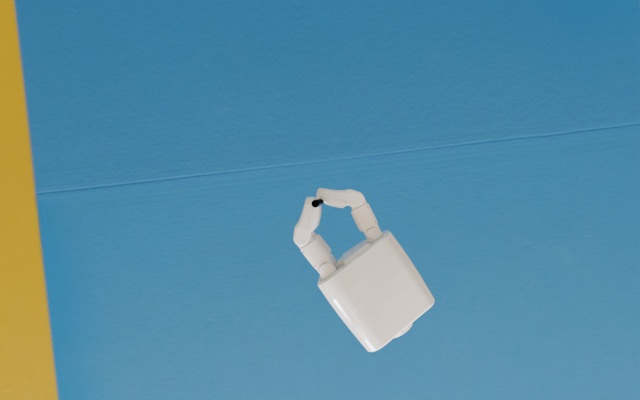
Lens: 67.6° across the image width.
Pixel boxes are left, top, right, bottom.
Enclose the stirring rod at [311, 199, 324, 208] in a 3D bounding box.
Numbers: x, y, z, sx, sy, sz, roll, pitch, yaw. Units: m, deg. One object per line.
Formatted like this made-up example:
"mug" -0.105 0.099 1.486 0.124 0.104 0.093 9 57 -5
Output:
"stirring rod" 0.000 0.002 0.602 0.011 0.011 0.239 0 1 3
